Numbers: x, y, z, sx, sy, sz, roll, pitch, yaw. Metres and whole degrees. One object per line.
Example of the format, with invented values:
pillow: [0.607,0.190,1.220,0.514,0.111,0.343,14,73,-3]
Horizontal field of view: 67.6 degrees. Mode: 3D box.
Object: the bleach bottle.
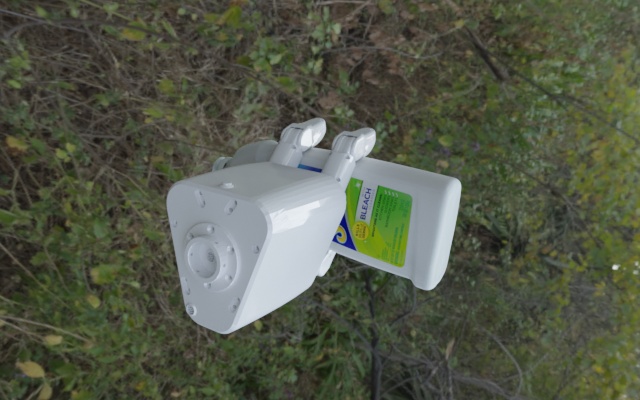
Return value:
bleach bottle: [0.000,0.001,0.466,0.251,0.102,0.068,14,15,26]
